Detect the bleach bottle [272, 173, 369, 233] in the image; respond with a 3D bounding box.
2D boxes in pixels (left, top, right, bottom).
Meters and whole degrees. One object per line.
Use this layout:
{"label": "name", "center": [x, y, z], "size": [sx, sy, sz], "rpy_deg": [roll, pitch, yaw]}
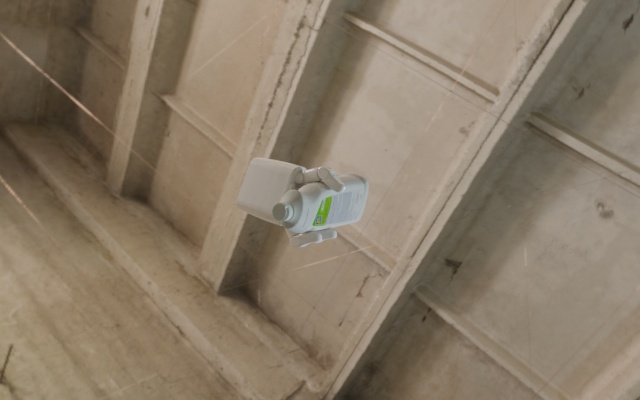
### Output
{"label": "bleach bottle", "center": [0.000, 0.003, 0.872], "size": [0.068, 0.102, 0.251], "rpy_deg": [17, 12, 30]}
